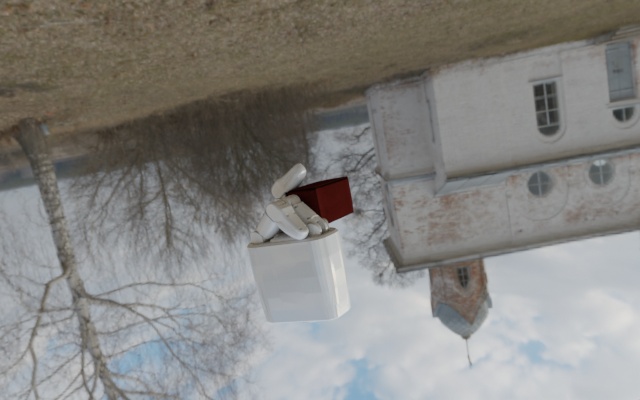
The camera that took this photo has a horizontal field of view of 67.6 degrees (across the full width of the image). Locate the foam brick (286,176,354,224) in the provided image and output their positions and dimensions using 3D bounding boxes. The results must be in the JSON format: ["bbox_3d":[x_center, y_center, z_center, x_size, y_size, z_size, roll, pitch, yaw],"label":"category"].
[{"bbox_3d":[0.000,0.002,0.642,0.053,0.051,0.078,-7,8,38],"label":"foam brick"}]
